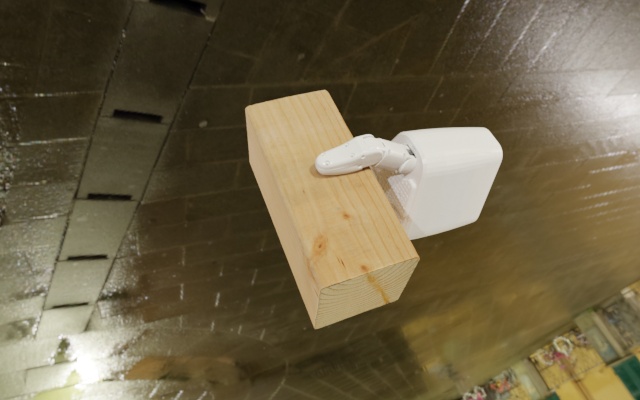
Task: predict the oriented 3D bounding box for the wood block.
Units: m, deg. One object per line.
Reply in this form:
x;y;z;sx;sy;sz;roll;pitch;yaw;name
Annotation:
0.001;0.001;0.463;0.090;0.206;0.091;-16;-32;-16;wood block
